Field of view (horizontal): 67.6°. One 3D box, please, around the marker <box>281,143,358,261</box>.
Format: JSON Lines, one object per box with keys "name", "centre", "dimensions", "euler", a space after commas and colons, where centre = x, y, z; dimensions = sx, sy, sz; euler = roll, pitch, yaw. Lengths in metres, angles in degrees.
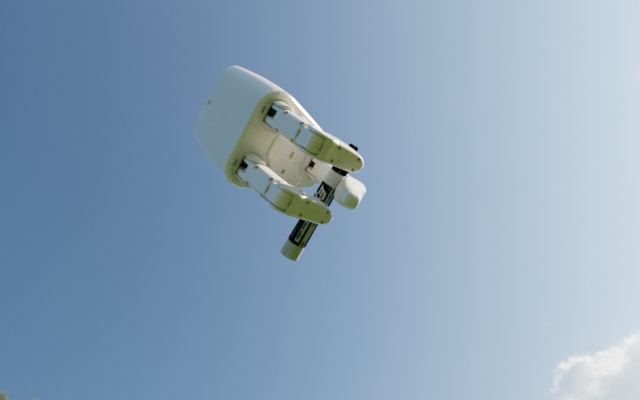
{"name": "marker", "centre": [0.000, 0.001, 0.442], "dimensions": [0.020, 0.121, 0.020], "euler": [29, 11, -6]}
